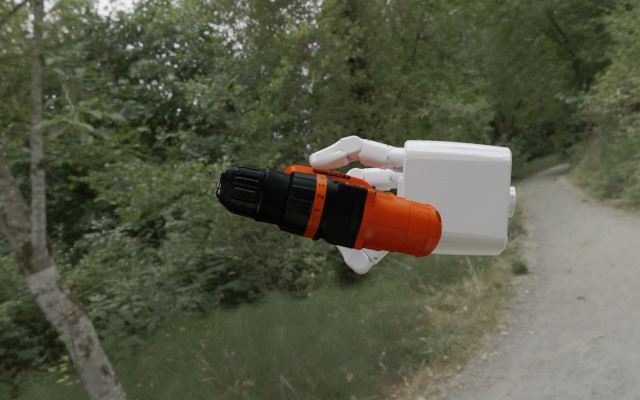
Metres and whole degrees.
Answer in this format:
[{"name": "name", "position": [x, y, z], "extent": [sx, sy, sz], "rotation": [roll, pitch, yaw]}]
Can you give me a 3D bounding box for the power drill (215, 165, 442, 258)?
[{"name": "power drill", "position": [0.000, 0.001, 0.451], "extent": [0.184, 0.057, 0.187], "rotation": [15, 6, -8]}]
